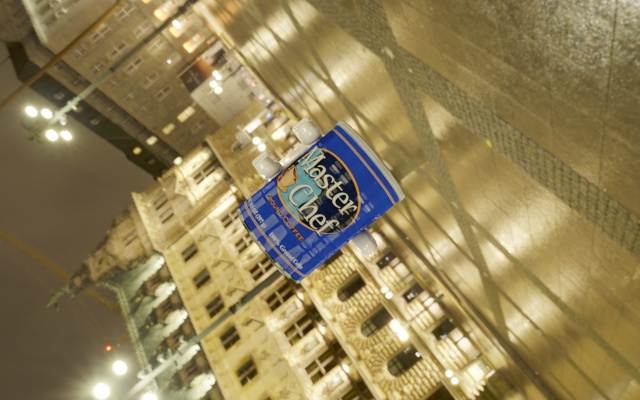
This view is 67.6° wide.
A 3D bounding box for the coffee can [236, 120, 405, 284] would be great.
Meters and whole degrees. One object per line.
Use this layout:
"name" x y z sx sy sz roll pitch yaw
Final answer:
"coffee can" 0.000 0.002 0.491 0.140 0.103 0.103 -39 -2 2
